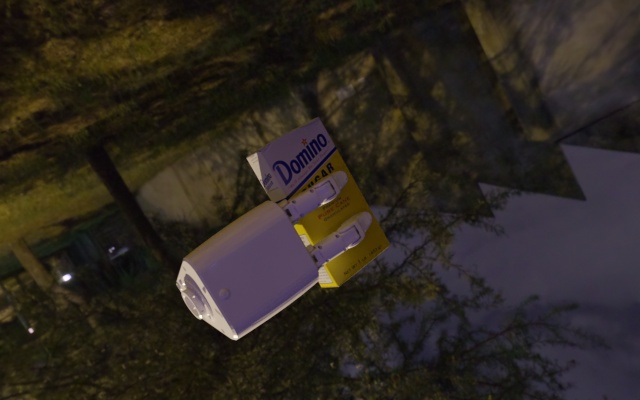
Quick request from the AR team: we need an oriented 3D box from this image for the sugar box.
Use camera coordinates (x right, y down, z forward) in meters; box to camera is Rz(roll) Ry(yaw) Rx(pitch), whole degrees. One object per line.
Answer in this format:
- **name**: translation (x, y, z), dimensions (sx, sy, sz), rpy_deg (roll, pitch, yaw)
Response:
- **sugar box**: translation (0.000, 0.002, 0.554), dimensions (0.093, 0.176, 0.048), rpy_deg (-34, 10, -31)
